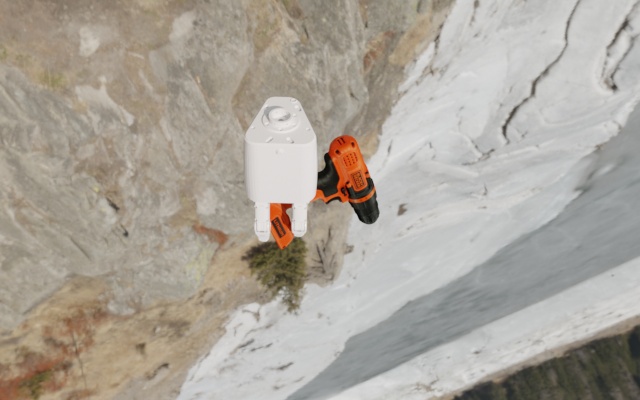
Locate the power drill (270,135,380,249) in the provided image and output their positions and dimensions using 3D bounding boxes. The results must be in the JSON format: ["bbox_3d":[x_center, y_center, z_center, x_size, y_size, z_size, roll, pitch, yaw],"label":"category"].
[{"bbox_3d":[0.000,0.003,0.779,0.187,0.185,0.057,-28,39,-4],"label":"power drill"}]
